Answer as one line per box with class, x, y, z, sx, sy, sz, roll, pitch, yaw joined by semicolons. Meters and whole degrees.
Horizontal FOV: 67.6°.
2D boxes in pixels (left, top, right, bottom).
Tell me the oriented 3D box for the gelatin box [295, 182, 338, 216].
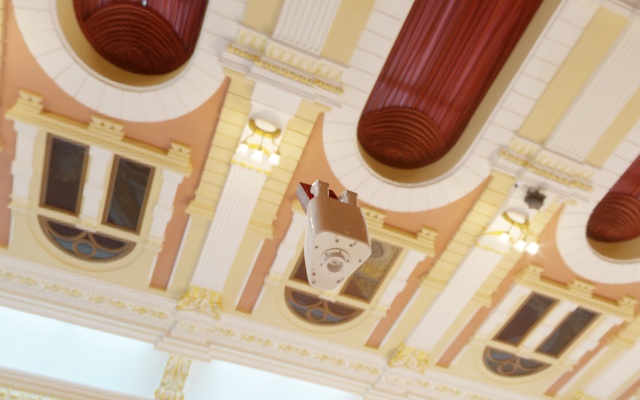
gelatin box;0.000;0.003;0.880;0.073;0.030;0.089;13;22;-25
